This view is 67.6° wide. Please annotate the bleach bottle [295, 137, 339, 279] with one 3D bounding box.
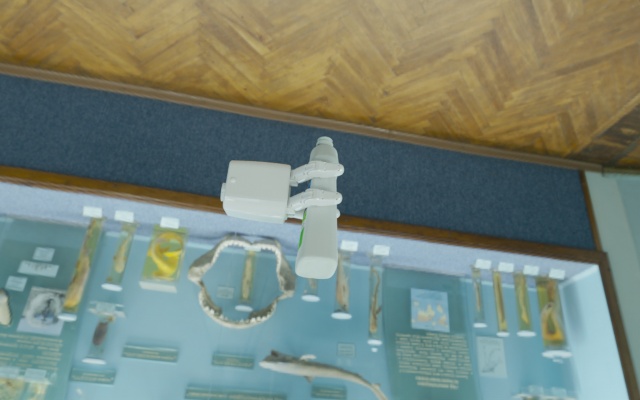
[{"bbox_3d":[0.000,0.003,0.843,0.068,0.250,0.103,6,-28,-5],"label":"bleach bottle"}]
